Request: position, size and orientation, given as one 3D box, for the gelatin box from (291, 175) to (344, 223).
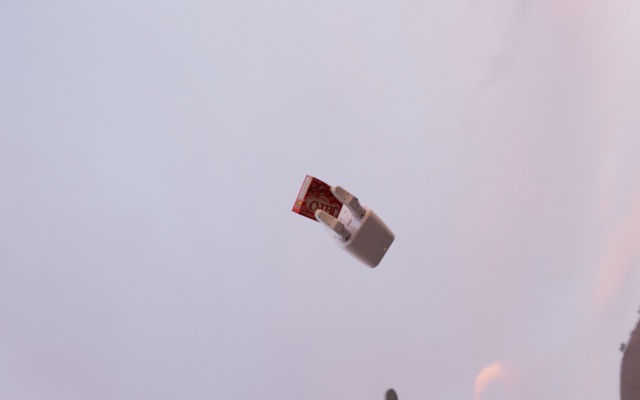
[{"bbox_3d":[0.000,0.003,0.882,0.089,0.073,0.030,24,-2,-34],"label":"gelatin box"}]
